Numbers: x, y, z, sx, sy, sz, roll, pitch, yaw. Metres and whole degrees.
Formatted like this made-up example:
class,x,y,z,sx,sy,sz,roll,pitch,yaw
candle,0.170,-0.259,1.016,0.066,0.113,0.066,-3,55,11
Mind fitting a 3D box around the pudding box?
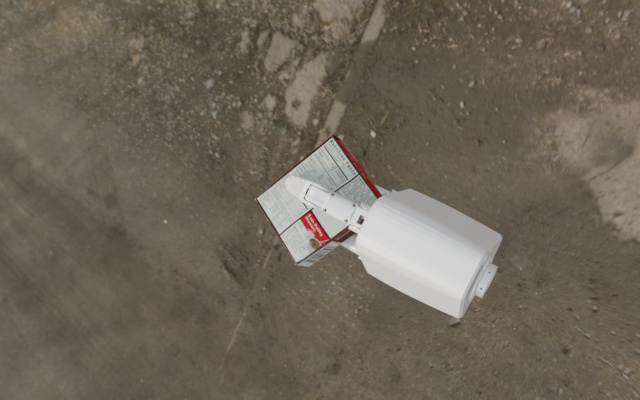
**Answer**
class,x,y,z,sx,sy,sz,roll,pitch,yaw
pudding box,0.000,0.002,0.498,0.113,0.090,0.039,-37,-19,12
